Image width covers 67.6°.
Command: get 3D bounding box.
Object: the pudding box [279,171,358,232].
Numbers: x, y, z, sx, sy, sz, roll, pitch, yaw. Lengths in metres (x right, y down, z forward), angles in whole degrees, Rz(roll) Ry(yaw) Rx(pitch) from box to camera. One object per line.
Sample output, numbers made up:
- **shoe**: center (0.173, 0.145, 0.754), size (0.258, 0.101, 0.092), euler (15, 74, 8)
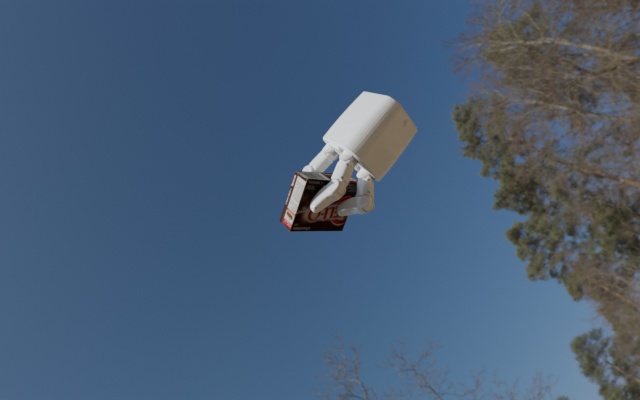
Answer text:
- **pudding box**: center (0.000, 0.002, 0.752), size (0.113, 0.090, 0.039), euler (3, 24, -38)
